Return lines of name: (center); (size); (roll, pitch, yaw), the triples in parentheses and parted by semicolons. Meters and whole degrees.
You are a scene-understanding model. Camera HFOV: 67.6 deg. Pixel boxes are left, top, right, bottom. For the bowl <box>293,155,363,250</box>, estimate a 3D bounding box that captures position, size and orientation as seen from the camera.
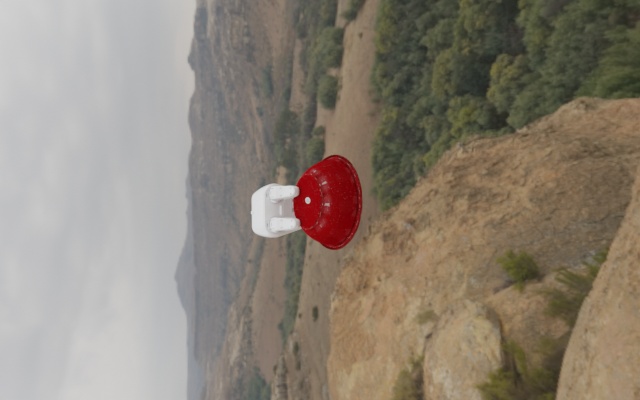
bowl: (0.000, 0.002, 0.795); (0.055, 0.162, 0.162); (1, -1, -34)
